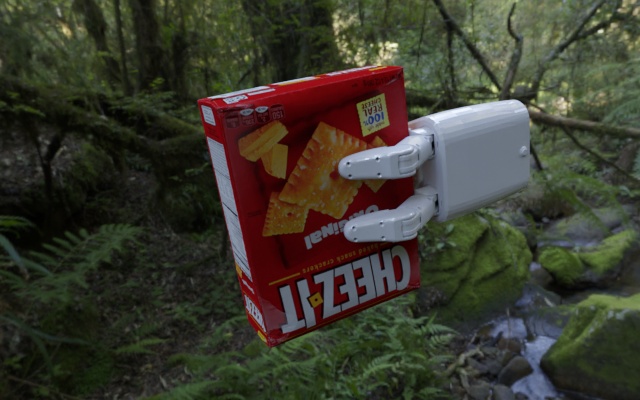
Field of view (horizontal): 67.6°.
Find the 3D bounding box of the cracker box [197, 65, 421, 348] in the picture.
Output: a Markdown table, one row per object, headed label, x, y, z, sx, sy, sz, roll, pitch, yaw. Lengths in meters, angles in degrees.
| label | x | y | z | sx | sy | sz | roll | pitch | yaw |
| --- | --- | --- | --- | --- | --- | --- | --- | --- | --- |
| cracker box | 0.000 | 0.001 | 0.426 | 0.164 | 0.214 | 0.072 | -16 | 21 | -21 |
